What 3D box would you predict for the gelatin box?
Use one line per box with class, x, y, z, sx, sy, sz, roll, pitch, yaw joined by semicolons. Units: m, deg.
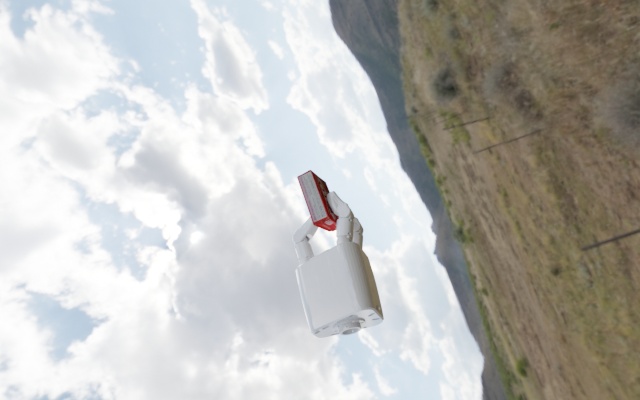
gelatin box;0.000;0.002;0.776;0.030;0.089;0.073;-25;-20;13
